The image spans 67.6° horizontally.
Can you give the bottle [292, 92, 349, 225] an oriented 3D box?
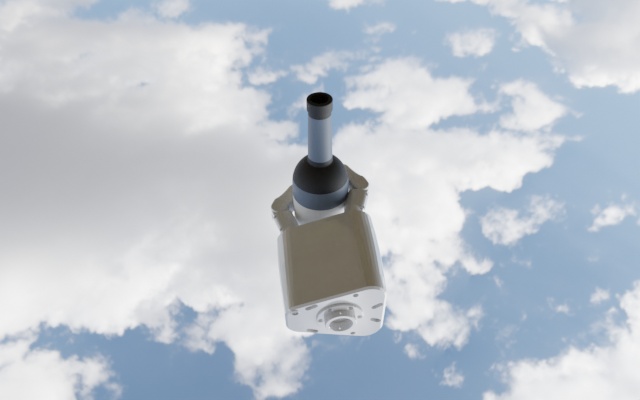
[{"bbox_3d":[0.000,0.002,0.588,0.069,0.296,0.069,0,44,0],"label":"bottle"}]
